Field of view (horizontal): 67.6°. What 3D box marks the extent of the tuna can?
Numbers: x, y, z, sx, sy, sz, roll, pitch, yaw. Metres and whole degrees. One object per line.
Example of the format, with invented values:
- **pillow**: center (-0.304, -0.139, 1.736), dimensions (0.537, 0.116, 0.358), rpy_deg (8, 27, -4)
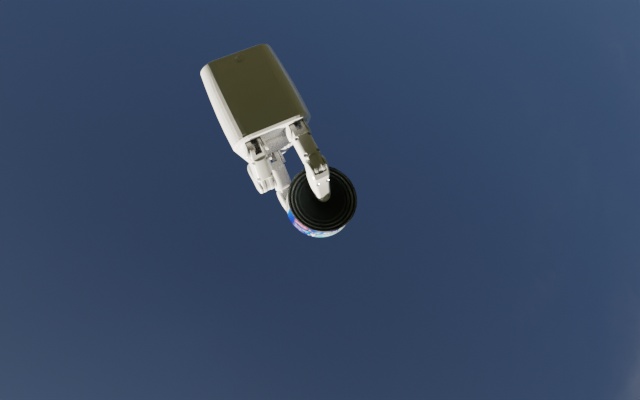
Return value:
- **tuna can**: center (0.000, 0.002, 0.593), dimensions (0.086, 0.086, 0.034), rpy_deg (0, -19, -10)
